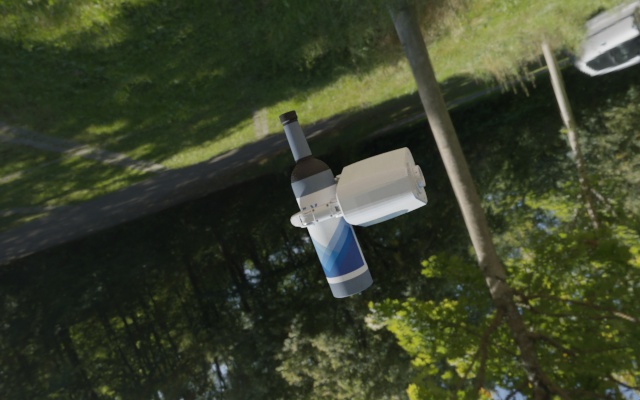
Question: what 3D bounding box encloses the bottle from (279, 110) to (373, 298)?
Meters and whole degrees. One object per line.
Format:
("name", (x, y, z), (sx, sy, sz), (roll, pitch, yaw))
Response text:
("bottle", (0.000, 0.003, 0.747), (0.069, 0.296, 0.069), (-21, 4, 1))
